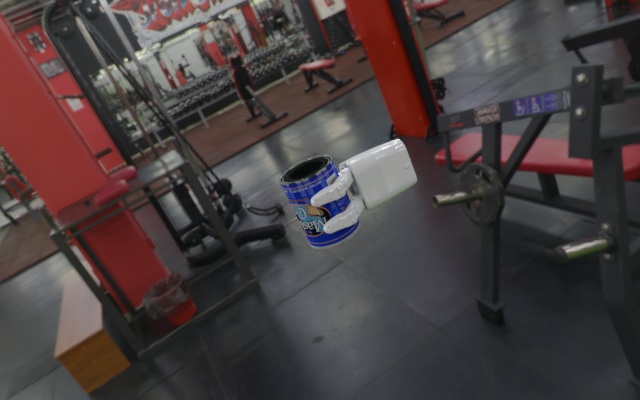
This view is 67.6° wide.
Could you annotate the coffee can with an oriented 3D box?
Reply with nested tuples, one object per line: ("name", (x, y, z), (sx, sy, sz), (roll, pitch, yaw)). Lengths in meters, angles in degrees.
("coffee can", (0.000, 0.003, 0.864), (0.103, 0.140, 0.102), (-21, 22, 9))
